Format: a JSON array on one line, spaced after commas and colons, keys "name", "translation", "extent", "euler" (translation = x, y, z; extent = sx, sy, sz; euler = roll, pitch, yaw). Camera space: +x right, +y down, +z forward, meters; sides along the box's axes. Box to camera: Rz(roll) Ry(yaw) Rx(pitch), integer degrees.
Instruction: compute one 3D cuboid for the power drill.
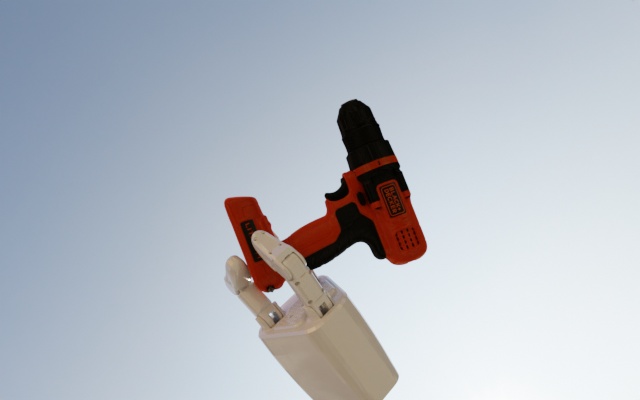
[{"name": "power drill", "translation": [0.000, 0.002, 0.500], "extent": [0.187, 0.184, 0.057], "euler": [-21, -8, -5]}]
